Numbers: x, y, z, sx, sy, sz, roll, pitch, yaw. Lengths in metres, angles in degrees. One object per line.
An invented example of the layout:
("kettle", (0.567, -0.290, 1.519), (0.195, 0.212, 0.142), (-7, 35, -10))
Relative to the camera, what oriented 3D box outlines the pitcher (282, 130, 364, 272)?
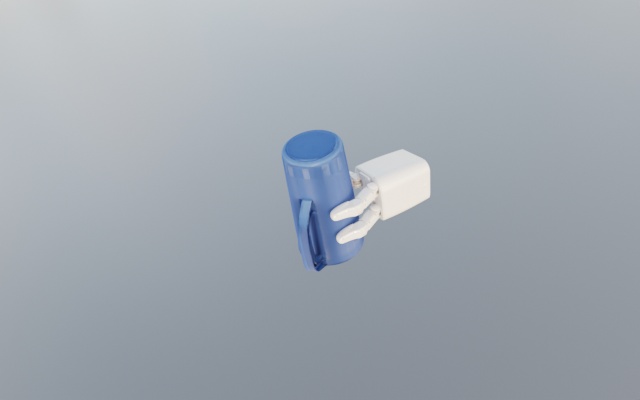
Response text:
("pitcher", (0.000, 0.003, 0.880), (0.145, 0.243, 0.149), (-22, 41, -12))
